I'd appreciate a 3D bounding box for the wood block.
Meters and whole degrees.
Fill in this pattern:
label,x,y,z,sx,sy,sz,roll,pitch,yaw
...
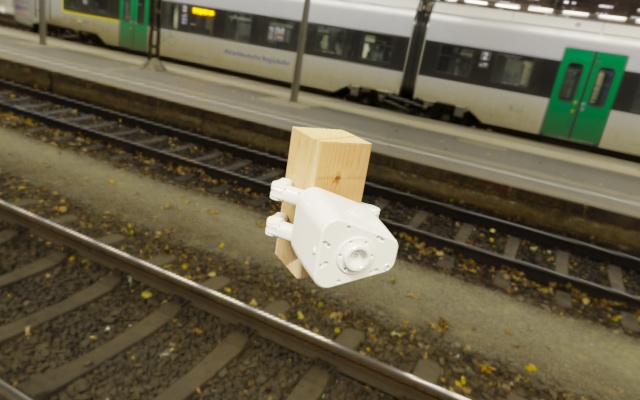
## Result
label,x,y,z,sx,sy,sz,roll,pitch,yaw
wood block,0.001,0.002,0.719,0.091,0.206,0.090,-1,21,-30
